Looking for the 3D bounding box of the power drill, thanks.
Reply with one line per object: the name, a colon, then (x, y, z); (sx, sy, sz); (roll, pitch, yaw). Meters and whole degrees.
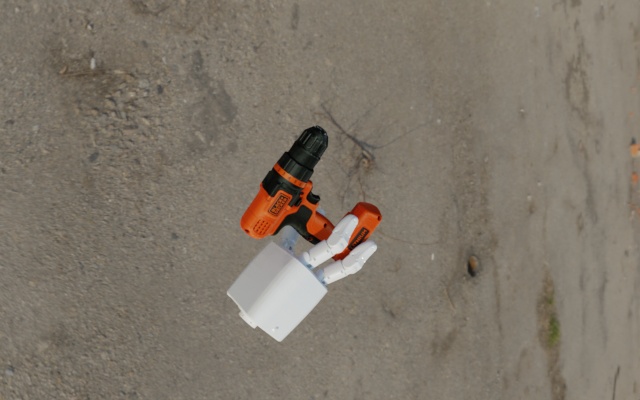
power drill: (0.000, 0.003, 0.709); (0.188, 0.184, 0.057); (30, 15, -29)
